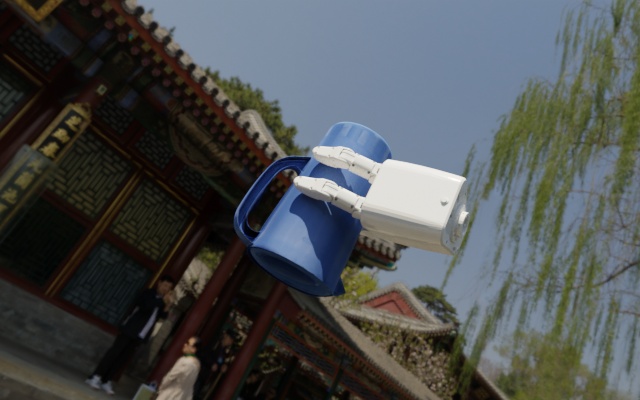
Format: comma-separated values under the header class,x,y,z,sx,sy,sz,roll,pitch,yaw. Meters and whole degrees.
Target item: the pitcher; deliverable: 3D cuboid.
class,x,y,z,sx,sy,sz,roll,pitch,yaw
pitcher,0.000,0.002,0.685,0.145,0.242,0.149,14,-27,31
